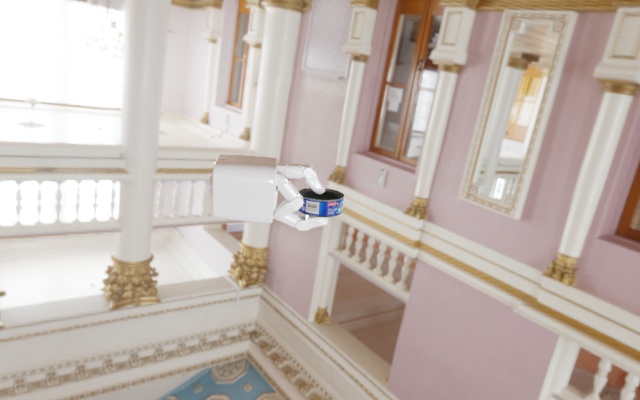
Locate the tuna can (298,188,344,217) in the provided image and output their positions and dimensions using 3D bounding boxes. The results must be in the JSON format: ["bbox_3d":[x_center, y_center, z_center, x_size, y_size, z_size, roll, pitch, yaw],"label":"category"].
[{"bbox_3d":[0.000,0.003,0.883,0.086,0.034,0.086,4,16,-1],"label":"tuna can"}]
